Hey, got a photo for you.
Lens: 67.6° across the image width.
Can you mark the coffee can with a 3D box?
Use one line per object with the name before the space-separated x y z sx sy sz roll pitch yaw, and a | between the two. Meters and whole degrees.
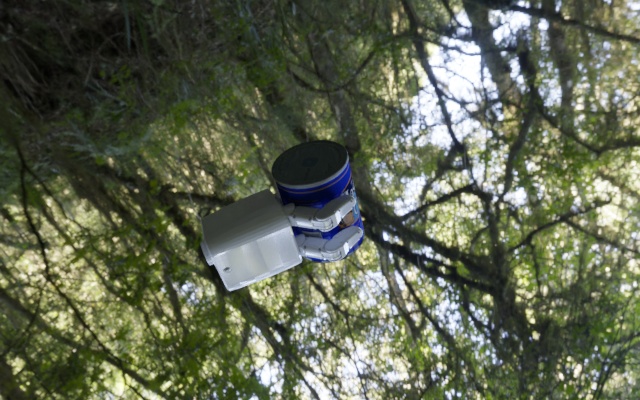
coffee can | 0.000 0.002 0.664 0.103 0.140 0.102 -10 37 8
